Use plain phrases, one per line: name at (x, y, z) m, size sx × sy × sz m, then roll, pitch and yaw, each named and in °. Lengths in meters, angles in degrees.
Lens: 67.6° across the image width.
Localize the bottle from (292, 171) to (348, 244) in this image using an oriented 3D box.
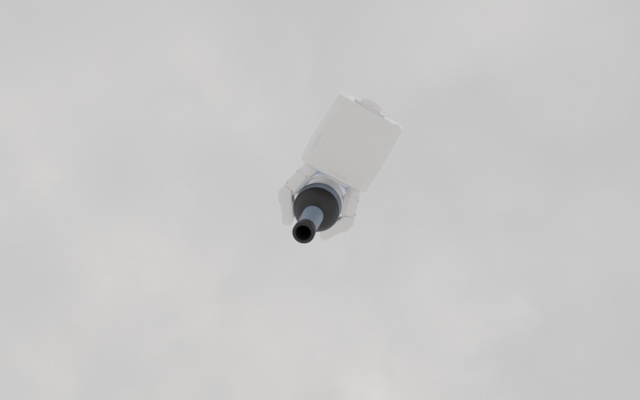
bottle at (0.000, 0.002, 0.703) m, size 0.069 × 0.069 × 0.295 m, roll 0°, pitch 14°, yaw 8°
